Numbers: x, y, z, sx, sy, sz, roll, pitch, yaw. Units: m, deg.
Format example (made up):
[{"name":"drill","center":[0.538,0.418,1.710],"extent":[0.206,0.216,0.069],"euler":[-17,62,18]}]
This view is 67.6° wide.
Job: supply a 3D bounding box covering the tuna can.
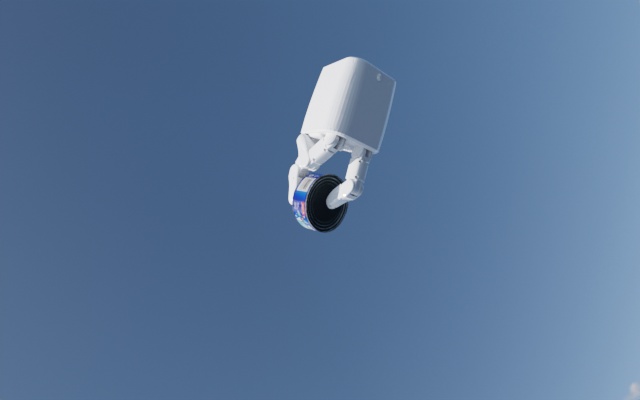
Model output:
[{"name":"tuna can","center":[0.000,0.002,0.701],"extent":[0.086,0.086,0.033],"euler":[0,7,-44]}]
